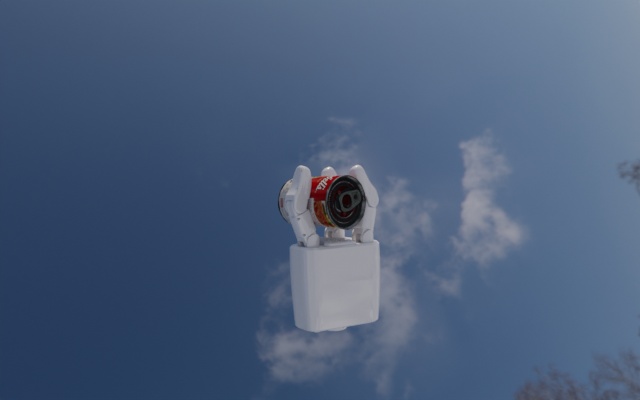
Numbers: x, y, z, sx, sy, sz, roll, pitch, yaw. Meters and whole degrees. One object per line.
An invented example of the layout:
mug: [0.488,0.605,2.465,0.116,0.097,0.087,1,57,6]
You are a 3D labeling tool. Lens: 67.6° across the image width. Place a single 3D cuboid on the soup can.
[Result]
soup can: [0.000,0.002,0.626,0.068,0.068,0.102,0,0,-41]
